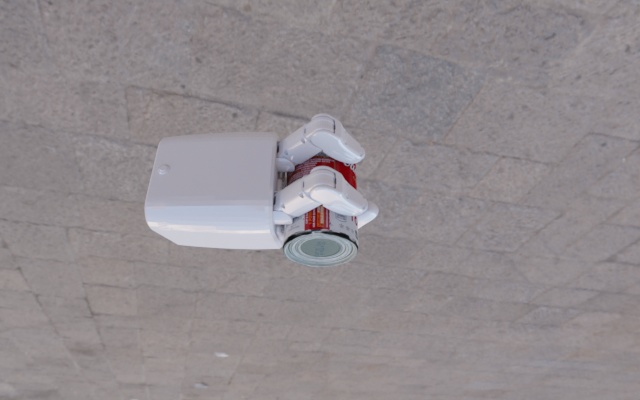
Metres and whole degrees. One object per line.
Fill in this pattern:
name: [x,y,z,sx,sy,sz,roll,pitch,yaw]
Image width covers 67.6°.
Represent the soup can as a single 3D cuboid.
soup can: [0.001,0.002,0.439,0.068,0.102,0.068,0,-32,0]
